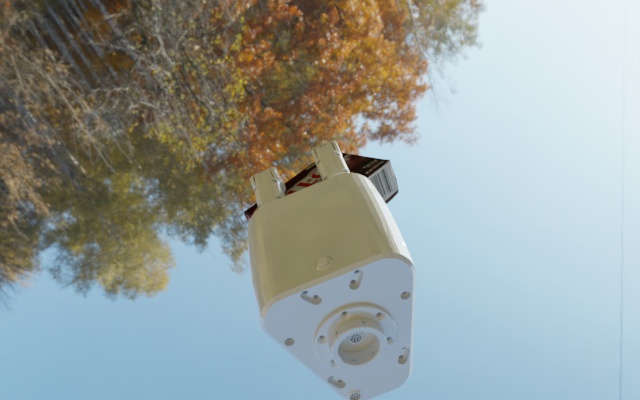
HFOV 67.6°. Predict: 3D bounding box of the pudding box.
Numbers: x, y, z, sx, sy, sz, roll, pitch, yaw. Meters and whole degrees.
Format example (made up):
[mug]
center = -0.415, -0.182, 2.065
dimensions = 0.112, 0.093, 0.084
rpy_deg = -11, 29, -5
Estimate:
[pudding box]
center = 0.000, 0.002, 0.427
dimensions = 0.113, 0.039, 0.090
rpy_deg = -35, 28, -24
